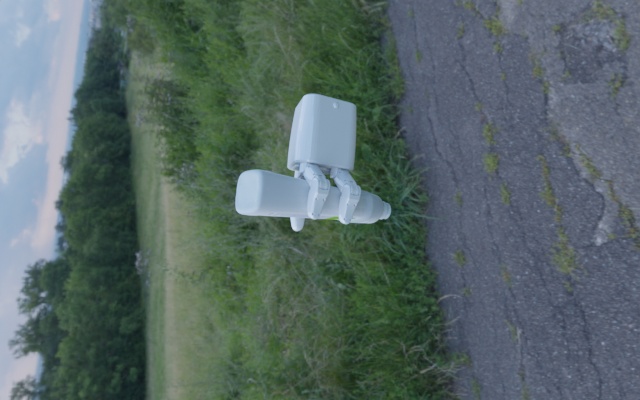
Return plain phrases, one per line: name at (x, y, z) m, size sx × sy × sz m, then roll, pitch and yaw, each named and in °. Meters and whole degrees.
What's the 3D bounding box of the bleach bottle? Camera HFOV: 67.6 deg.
bleach bottle at (0.000, 0.003, 0.764) m, size 0.251 × 0.068 × 0.102 m, roll 8°, pitch -5°, yaw -30°
